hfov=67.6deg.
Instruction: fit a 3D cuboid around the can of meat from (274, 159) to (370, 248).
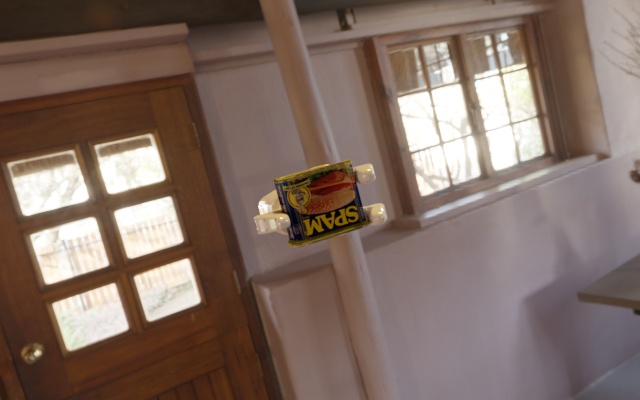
[{"bbox_3d":[0.000,0.002,0.585,0.102,0.084,0.057,-16,5,-15],"label":"can of meat"}]
